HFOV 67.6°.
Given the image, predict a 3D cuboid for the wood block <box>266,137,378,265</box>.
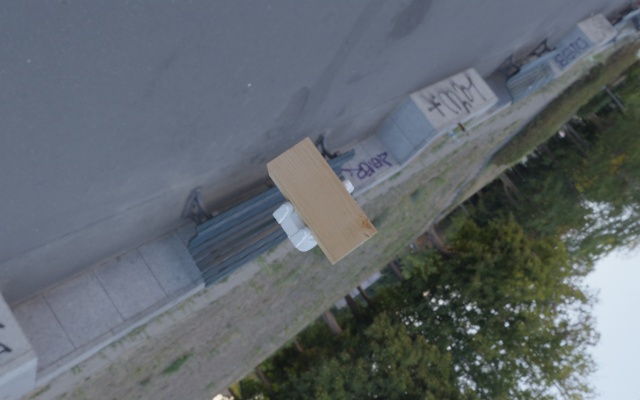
[{"bbox_3d":[0.000,0.003,0.855,0.091,0.206,0.090,-35,-7,-8],"label":"wood block"}]
